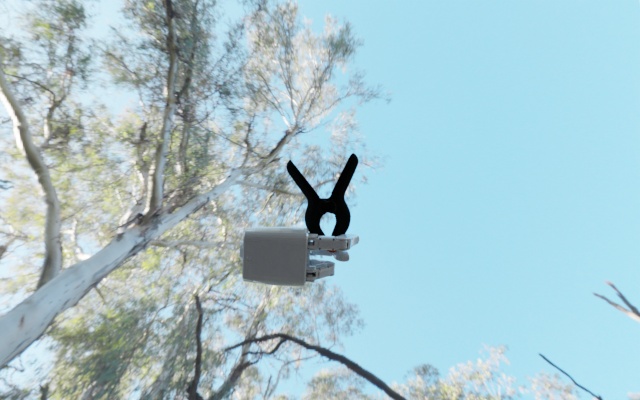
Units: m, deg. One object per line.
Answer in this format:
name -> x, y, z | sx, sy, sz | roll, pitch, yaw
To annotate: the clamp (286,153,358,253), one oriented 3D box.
clamp -> 0.000, 0.003, 0.811 | 0.120, 0.171, 0.039 | 3, 8, -1
